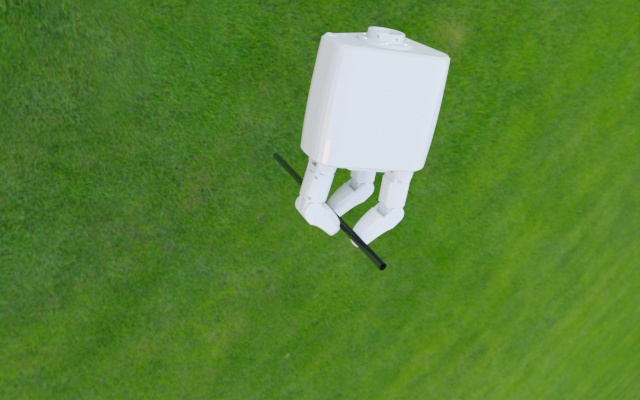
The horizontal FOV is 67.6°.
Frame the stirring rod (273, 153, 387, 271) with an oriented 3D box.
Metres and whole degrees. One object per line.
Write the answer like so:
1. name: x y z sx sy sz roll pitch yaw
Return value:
1. stirring rod: 0.000 0.002 0.525 0.011 0.011 0.239 0 30 -33
